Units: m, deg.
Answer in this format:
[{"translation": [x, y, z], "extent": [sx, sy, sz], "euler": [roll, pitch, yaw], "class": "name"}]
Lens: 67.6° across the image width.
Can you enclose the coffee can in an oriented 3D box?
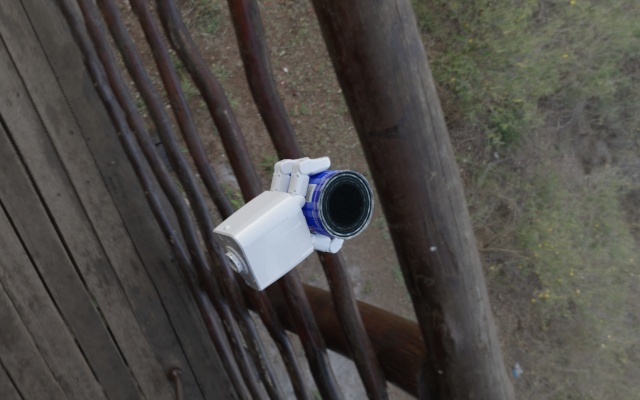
[{"translation": [0.000, 0.002, 0.753], "extent": [0.103, 0.103, 0.140], "euler": [0, 3, -34], "class": "coffee can"}]
